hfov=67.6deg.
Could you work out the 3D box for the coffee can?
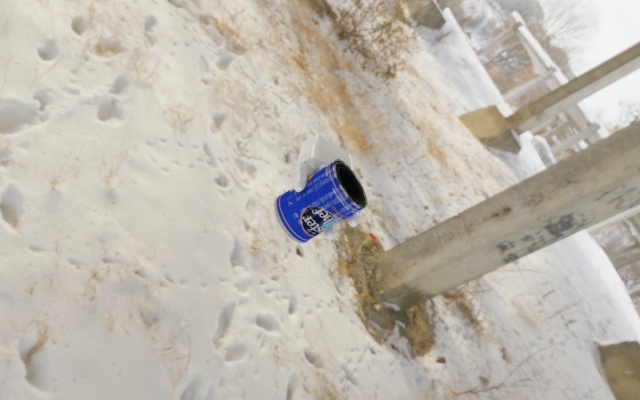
[{"bbox_3d":[0.000,0.003,0.877,0.140,0.102,0.103,-31,-13,23],"label":"coffee can"}]
